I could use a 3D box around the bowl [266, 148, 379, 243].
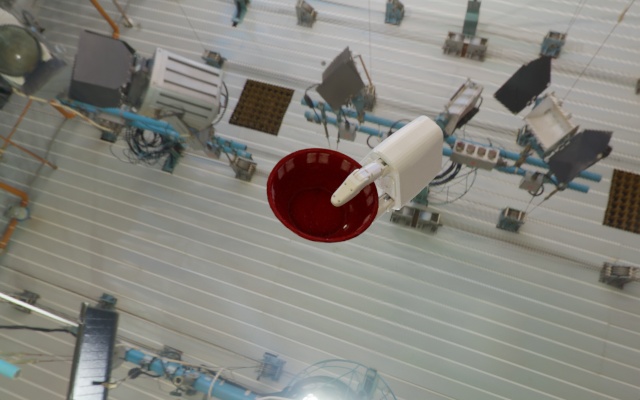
[{"bbox_3d":[-0.001,0.003,0.694,0.162,0.162,0.055,0,-33,-13],"label":"bowl"}]
